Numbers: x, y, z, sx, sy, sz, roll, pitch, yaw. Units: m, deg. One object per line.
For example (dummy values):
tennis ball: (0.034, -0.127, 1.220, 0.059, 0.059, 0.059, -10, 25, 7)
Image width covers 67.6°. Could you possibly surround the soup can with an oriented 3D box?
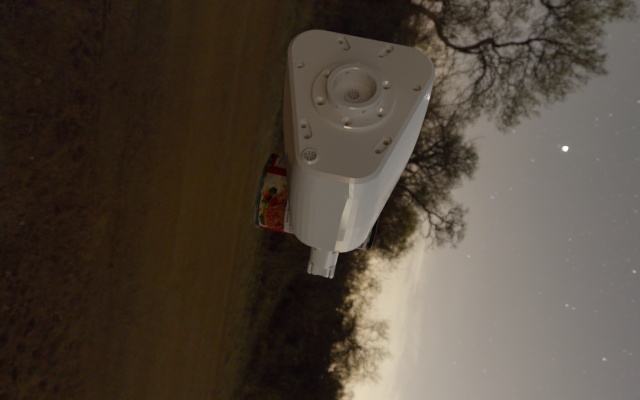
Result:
soup can: (0.000, 0.002, 0.421, 0.102, 0.068, 0.068, 12, 1, 3)
